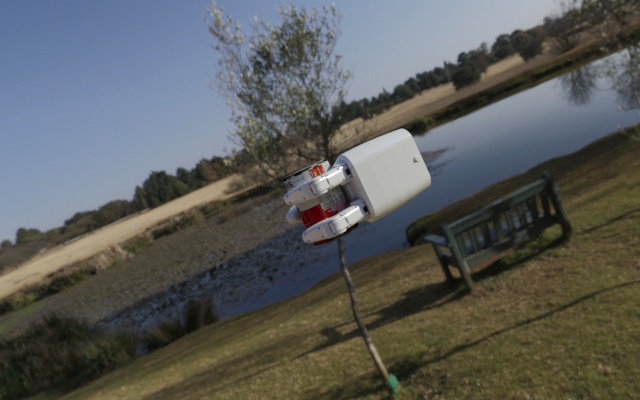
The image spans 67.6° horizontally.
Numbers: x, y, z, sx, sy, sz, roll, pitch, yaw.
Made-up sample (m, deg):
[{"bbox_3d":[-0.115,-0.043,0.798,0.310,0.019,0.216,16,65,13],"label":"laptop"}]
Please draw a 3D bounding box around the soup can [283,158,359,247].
[{"bbox_3d":[0.000,0.002,0.651,0.068,0.102,0.068,-26,5,2],"label":"soup can"}]
